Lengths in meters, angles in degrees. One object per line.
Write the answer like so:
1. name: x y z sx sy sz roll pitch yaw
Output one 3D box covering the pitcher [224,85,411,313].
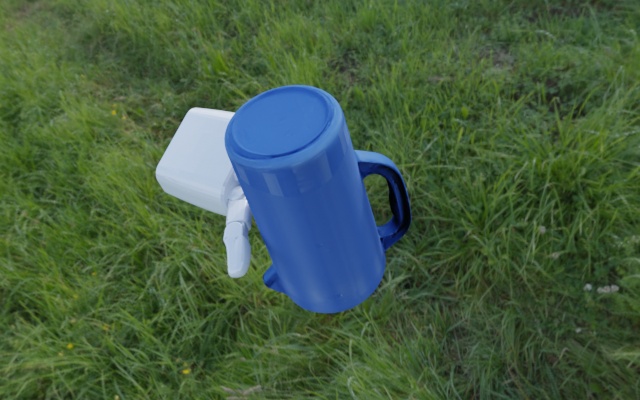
1. pitcher: 0.000 0.002 0.501 0.145 0.149 0.243 17 -33 26
